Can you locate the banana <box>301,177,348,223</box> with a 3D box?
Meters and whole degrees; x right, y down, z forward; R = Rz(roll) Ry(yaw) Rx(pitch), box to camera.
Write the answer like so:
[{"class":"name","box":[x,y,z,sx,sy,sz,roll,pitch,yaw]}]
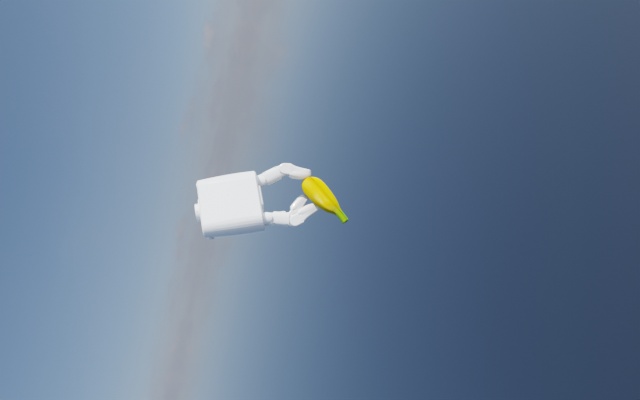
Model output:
[{"class":"banana","box":[-0.007,-0.012,0.873,0.037,0.070,0.197,-29,22,-6]}]
